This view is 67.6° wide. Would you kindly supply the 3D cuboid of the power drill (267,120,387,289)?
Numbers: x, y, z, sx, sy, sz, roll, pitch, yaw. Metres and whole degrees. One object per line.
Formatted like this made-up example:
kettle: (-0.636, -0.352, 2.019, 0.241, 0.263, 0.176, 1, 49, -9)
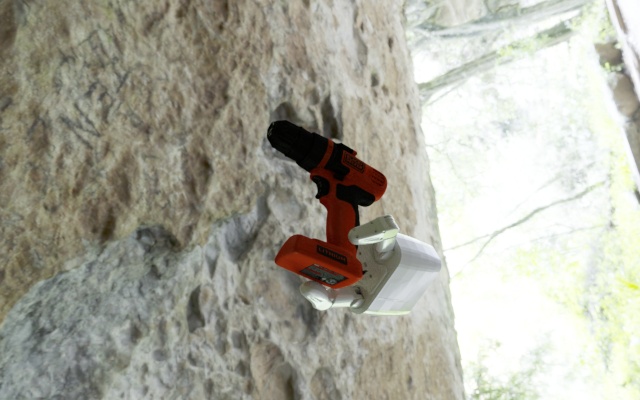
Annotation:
power drill: (0.000, 0.002, 0.600, 0.184, 0.187, 0.057, 26, -35, -21)
